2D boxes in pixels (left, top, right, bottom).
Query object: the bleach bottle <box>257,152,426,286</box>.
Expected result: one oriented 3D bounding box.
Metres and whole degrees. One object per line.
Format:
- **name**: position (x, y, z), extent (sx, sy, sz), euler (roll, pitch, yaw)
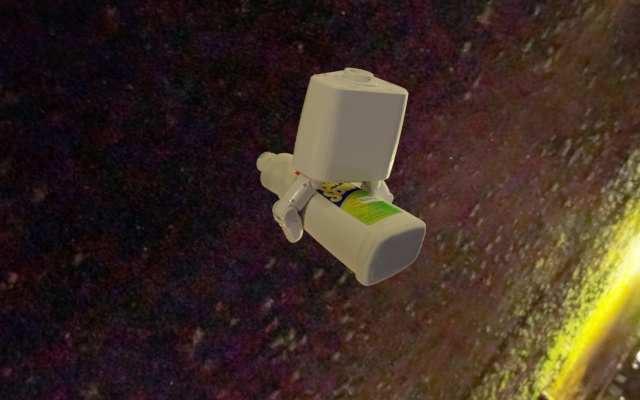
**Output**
- **bleach bottle**: position (0.000, 0.002, 0.585), extent (0.102, 0.068, 0.250), euler (-15, 37, -42)
